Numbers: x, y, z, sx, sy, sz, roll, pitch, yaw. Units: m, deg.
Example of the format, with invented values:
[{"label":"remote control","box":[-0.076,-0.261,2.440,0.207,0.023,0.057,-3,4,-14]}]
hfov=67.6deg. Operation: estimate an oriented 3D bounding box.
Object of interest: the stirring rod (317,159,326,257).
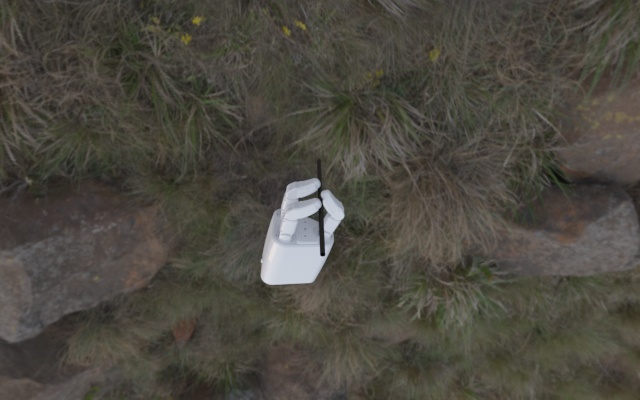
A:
[{"label":"stirring rod","box":[0.000,0.003,0.774,0.011,0.011,0.239,0,38,-2]}]
